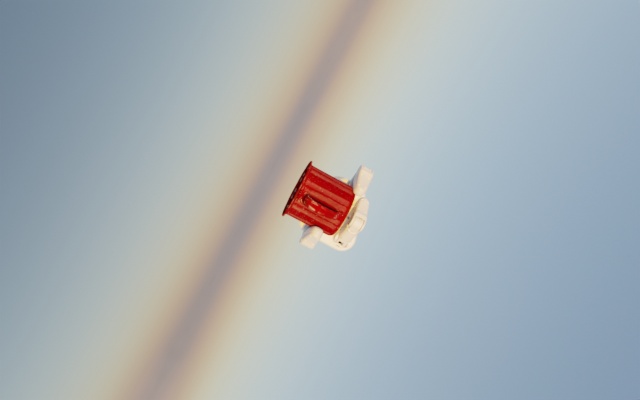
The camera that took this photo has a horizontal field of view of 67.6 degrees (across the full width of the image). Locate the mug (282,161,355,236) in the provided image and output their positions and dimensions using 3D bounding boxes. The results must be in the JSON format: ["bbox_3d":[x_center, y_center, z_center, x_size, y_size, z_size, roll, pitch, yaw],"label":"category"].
[{"bbox_3d":[0.000,0.003,0.701,0.081,0.093,0.117,28,6,-7],"label":"mug"}]
